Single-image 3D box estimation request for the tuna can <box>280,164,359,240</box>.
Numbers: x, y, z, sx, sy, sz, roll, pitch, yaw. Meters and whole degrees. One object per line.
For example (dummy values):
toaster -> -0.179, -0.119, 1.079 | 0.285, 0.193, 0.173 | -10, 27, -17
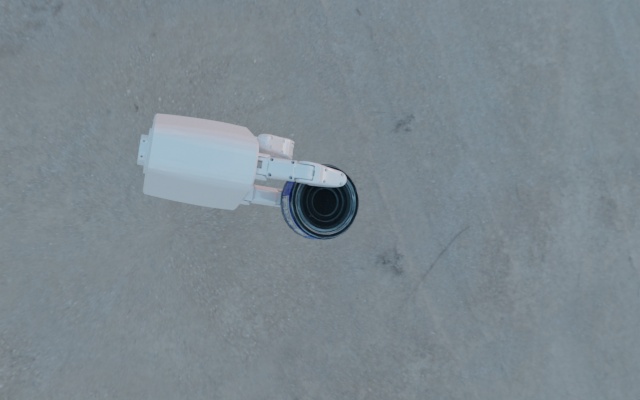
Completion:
tuna can -> 0.000, 0.002, 0.543 | 0.086, 0.086, 0.034 | 0, -2, -23
